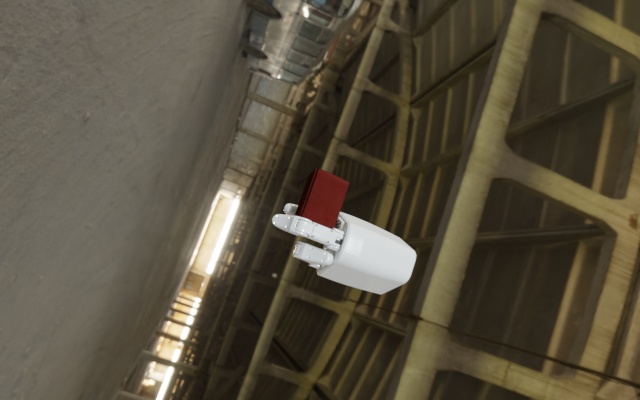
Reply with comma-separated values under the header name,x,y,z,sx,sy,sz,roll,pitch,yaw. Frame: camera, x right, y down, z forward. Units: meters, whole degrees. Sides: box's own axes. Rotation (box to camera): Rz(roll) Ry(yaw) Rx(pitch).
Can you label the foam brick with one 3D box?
name,x,y,z,sx,sy,sz,roll,pitch,yaw
foam brick,0.000,0.002,0.677,0.051,0.078,0.053,21,-10,-10
